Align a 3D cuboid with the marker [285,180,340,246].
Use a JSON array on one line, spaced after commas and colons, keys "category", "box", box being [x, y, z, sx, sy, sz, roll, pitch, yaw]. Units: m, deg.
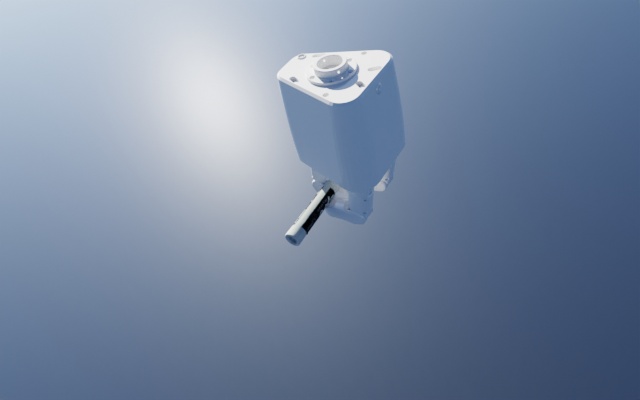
[{"category": "marker", "box": [0.000, 0.002, 0.545, 0.020, 0.020, 0.121, 0, 43, 45]}]
